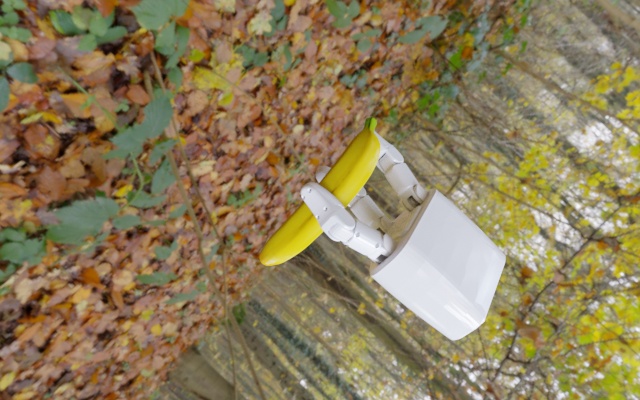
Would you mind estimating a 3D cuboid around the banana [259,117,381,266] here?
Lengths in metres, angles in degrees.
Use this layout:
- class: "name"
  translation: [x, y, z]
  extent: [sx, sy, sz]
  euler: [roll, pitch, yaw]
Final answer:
- class: "banana"
  translation: [0.002, 0.003, 0.486]
  extent: [0.037, 0.198, 0.069]
  euler: [39, 9, -7]
